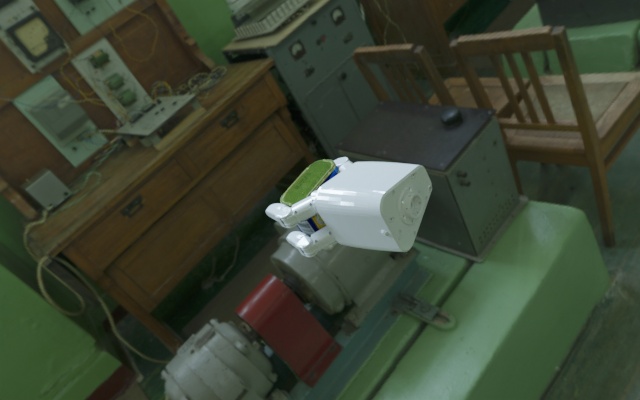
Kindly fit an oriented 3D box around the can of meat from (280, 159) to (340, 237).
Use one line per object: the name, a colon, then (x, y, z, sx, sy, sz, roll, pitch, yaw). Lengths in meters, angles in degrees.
can of meat: (0.000, 0.002, 0.694, 0.057, 0.084, 0.102, 9, 51, 46)
